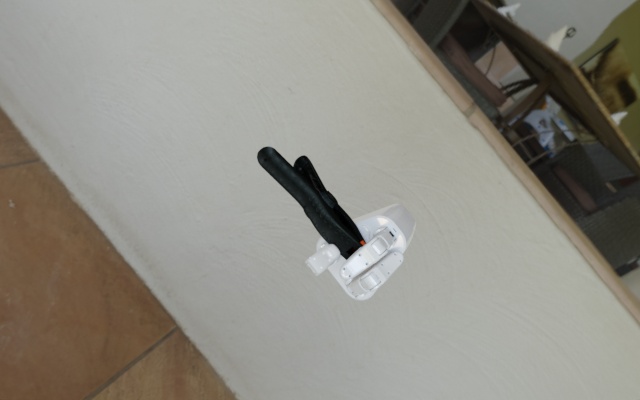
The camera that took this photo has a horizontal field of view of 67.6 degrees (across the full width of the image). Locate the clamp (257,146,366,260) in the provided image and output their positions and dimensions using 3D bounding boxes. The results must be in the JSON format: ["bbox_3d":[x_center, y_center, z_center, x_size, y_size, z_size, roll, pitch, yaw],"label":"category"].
[{"bbox_3d":[0.001,0.002,0.582,0.039,0.171,0.120,-40,-5,22],"label":"clamp"}]
